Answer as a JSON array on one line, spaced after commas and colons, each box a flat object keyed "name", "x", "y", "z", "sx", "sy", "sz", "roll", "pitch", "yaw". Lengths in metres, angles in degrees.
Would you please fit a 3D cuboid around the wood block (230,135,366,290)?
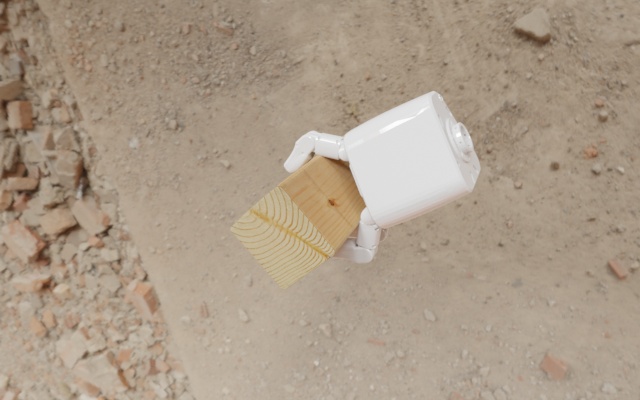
[{"name": "wood block", "x": 0.000, "y": 0.001, "z": 0.573, "sx": 0.090, "sy": 0.091, "sz": 0.206, "roll": -39, "pitch": 2, "yaw": 33}]
